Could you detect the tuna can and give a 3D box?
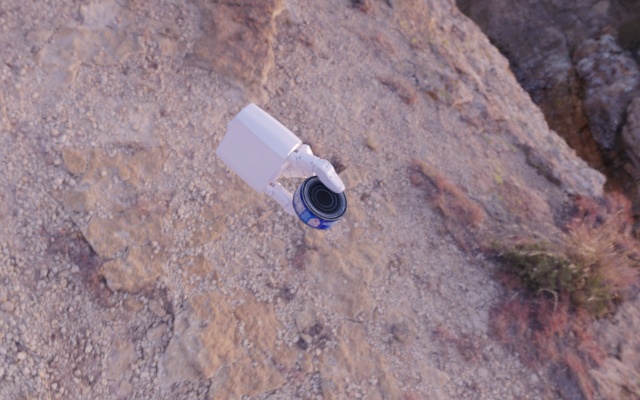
[{"bbox_3d":[0.000,0.002,0.768,0.086,0.086,0.034,0,-29,-32],"label":"tuna can"}]
